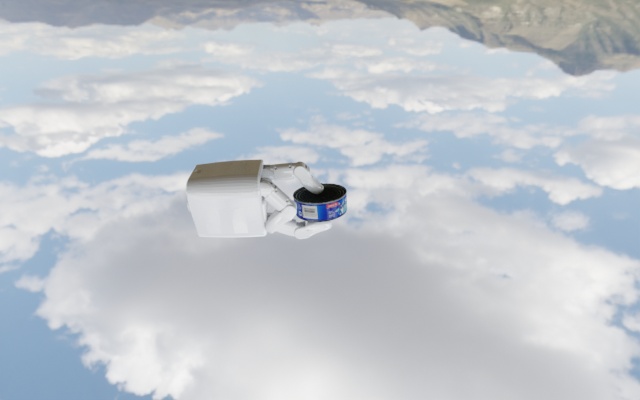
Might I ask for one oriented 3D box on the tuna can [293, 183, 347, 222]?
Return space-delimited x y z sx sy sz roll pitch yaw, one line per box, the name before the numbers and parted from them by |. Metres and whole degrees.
tuna can | 0.000 0.003 0.761 0.086 0.034 0.086 -4 22 2
